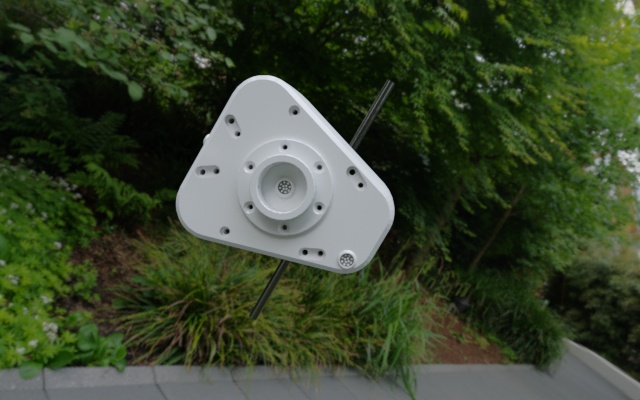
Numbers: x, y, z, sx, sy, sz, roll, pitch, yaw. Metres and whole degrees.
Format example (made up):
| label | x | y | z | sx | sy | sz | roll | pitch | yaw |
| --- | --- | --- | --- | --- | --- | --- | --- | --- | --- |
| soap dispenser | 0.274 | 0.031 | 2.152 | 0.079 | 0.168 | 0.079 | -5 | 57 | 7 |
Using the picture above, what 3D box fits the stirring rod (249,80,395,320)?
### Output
| label | x | y | z | sx | sy | sz | roll | pitch | yaw |
| --- | --- | --- | --- | --- | --- | --- | --- | --- | --- |
| stirring rod | 0.000 | 0.001 | 0.420 | 0.011 | 0.239 | 0.011 | 30 | 4 | -2 |
